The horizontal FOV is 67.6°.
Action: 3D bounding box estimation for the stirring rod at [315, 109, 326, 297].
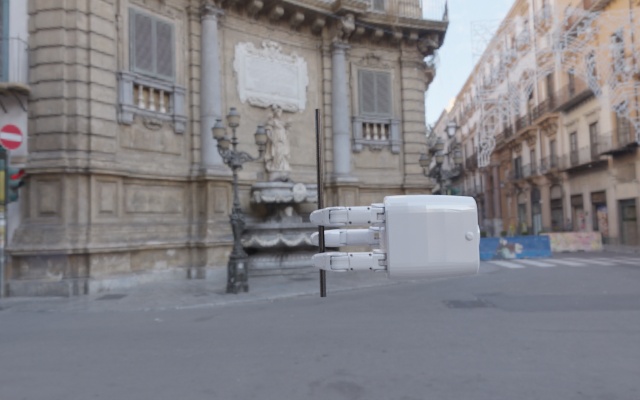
[{"bbox_3d":[0.000,0.002,0.612,0.011,0.239,0.011,-2,-3,0],"label":"stirring rod"}]
